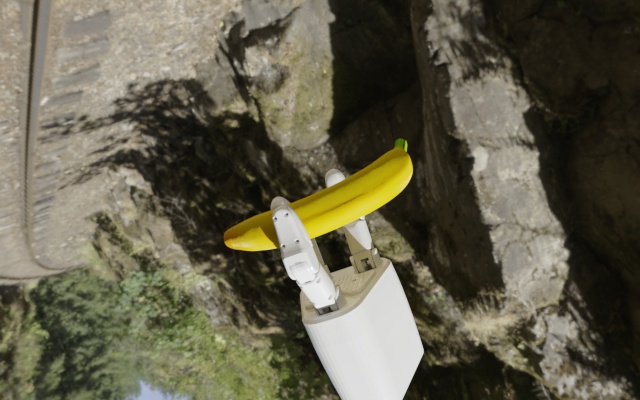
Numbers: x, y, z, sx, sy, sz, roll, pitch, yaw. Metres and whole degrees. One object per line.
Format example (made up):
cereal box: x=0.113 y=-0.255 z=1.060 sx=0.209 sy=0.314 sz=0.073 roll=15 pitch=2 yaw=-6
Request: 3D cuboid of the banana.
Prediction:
banana: x=0.007 y=0.003 z=0.426 sx=0.198 sy=0.037 sz=0.069 roll=-27 pitch=15 yaw=-8
